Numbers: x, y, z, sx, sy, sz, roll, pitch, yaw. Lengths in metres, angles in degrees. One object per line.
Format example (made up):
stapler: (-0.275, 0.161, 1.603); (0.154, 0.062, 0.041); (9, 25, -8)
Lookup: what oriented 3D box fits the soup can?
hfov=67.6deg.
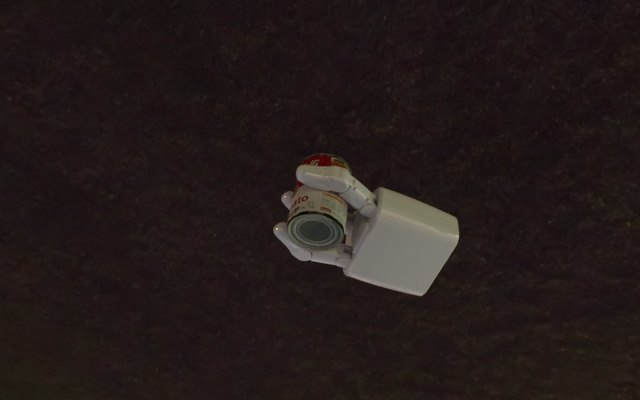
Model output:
soup can: (0.000, 0.002, 0.570); (0.068, 0.102, 0.069); (5, -44, 5)
